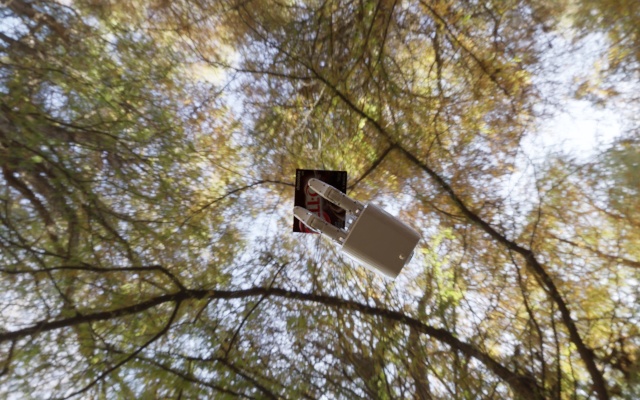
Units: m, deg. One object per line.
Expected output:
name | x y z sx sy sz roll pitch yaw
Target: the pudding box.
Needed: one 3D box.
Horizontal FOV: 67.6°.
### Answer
pudding box | 0.000 0.003 0.828 0.090 0.113 0.039 3 -1 5
